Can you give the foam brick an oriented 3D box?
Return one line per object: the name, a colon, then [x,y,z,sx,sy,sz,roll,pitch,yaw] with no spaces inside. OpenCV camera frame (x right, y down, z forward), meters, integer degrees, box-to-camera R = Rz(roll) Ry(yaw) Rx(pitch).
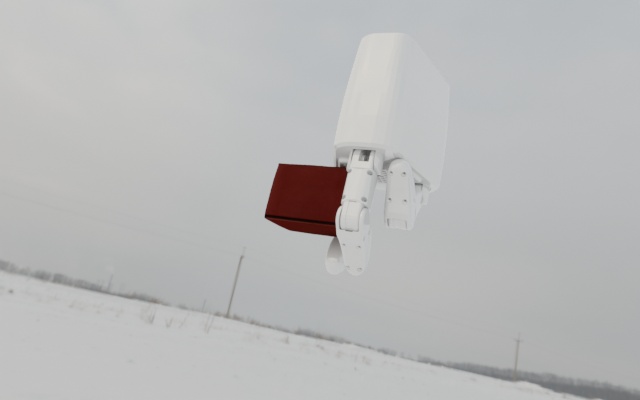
foam brick: [0.000,0.001,0.424,0.078,0.051,0.053,6,-14,22]
